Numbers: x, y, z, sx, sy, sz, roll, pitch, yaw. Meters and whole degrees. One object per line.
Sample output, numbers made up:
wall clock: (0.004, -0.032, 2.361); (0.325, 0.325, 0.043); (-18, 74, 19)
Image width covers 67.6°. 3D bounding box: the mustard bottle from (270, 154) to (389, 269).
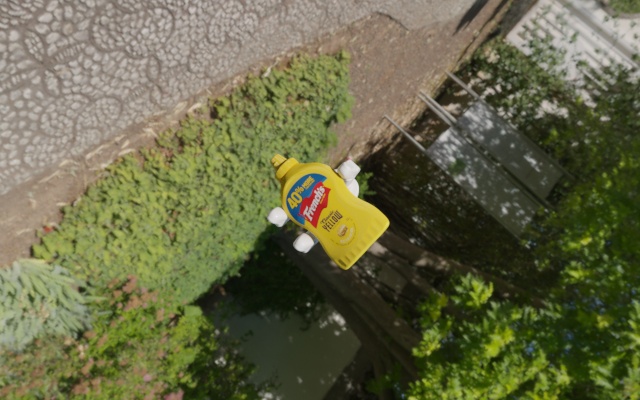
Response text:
mustard bottle: (0.000, 0.002, 0.694); (0.191, 0.096, 0.058); (44, 20, 8)
